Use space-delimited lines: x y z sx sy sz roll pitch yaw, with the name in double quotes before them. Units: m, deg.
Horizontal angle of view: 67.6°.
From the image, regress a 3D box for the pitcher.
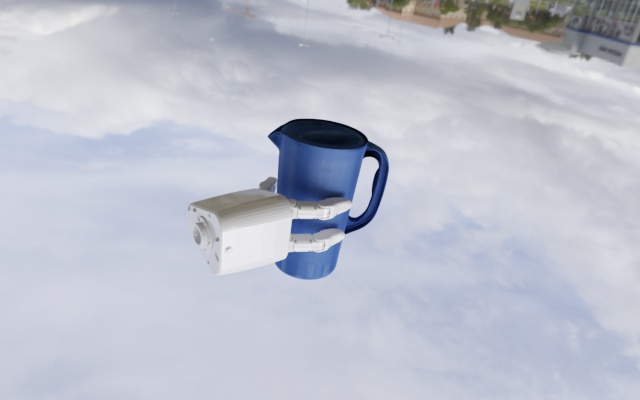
"pitcher" 0.000 0.002 0.756 0.145 0.243 0.149 -15 35 -39
